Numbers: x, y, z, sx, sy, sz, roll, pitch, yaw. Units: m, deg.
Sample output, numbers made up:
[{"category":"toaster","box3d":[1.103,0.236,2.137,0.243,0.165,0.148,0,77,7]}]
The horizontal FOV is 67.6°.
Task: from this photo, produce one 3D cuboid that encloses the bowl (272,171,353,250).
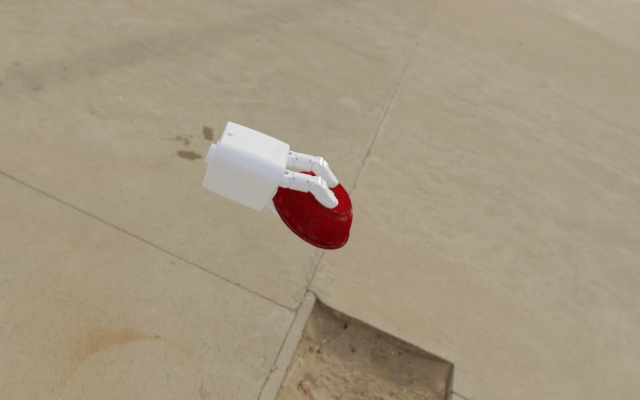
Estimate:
[{"category":"bowl","box3d":[0.001,0.003,0.807,0.162,0.162,0.055,0,-38,-47]}]
